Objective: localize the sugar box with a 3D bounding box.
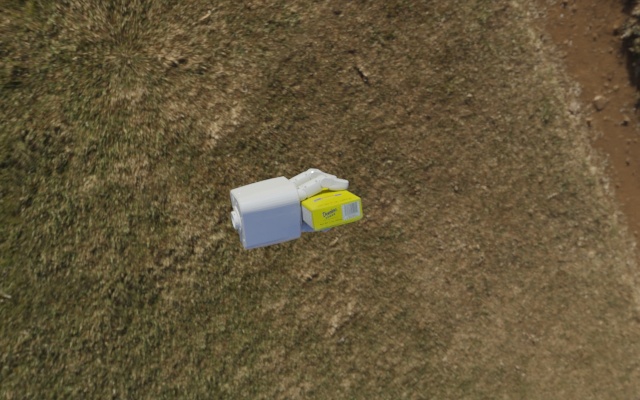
[{"bbox_3d":[0.000,0.002,0.889,0.093,0.048,0.176,-13,20,-18],"label":"sugar box"}]
